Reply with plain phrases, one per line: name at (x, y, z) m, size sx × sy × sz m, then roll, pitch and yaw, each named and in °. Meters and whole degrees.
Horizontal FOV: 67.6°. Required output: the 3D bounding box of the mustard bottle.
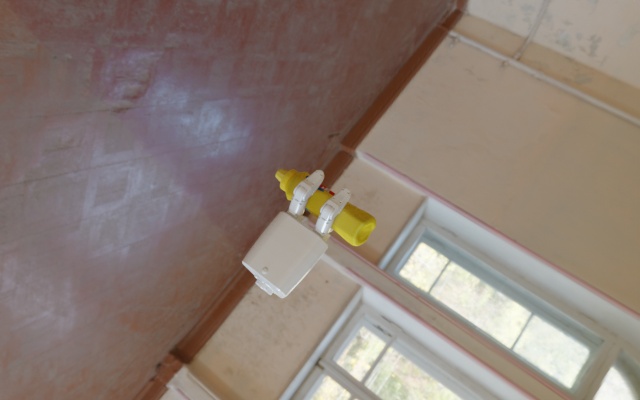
mustard bottle at (0.001, 0.003, 0.812) m, size 0.191 × 0.058 × 0.096 m, roll 34°, pitch 7°, yaw 19°
